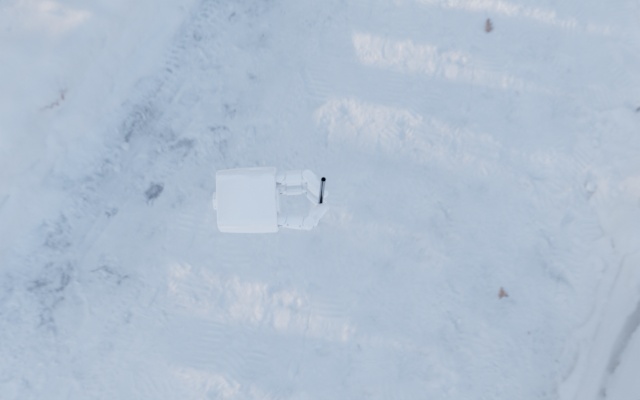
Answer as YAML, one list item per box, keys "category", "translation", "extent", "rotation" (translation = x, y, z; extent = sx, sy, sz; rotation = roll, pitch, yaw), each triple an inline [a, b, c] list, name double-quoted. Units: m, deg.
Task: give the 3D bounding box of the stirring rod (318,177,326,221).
- category: "stirring rod"
  translation: [0.000, 0.003, 0.864]
  extent: [0.011, 0.011, 0.240]
  rotation: [0, -17, -2]
